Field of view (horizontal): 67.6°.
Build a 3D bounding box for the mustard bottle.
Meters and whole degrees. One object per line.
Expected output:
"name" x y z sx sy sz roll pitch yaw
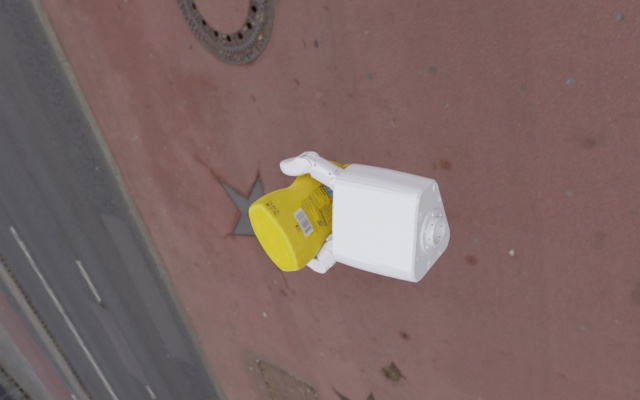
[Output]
"mustard bottle" 0.000 0.002 0.623 0.058 0.096 0.191 -16 17 48
